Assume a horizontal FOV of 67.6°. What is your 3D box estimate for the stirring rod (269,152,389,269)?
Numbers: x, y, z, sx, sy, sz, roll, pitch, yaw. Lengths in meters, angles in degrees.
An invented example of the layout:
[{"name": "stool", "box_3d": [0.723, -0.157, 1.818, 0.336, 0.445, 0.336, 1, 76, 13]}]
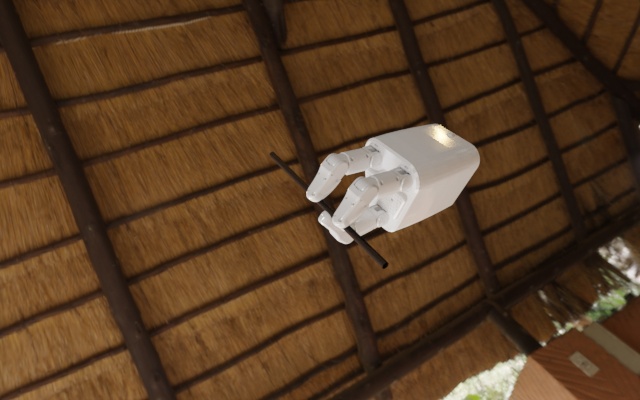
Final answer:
[{"name": "stirring rod", "box_3d": [0.000, 0.002, 0.553, 0.011, 0.011, 0.239, 0, 32, -39]}]
